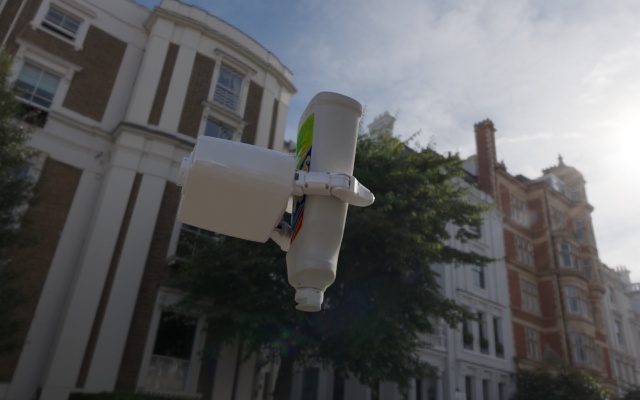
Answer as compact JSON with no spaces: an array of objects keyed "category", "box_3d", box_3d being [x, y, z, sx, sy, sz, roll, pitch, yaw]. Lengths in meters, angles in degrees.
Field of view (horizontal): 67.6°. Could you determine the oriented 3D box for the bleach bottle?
[{"category":"bleach bottle","box_3d":[0.000,0.002,0.566,0.068,0.250,0.103,14,-27,-17]}]
